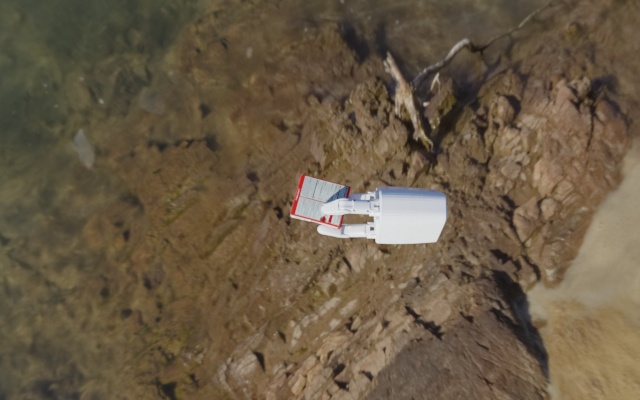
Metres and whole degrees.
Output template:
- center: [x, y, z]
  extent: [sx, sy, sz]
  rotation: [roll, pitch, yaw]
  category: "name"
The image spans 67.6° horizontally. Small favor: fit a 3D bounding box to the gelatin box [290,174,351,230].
- center: [0.000, 0.002, 0.811]
  extent: [0.089, 0.073, 0.030]
  rotation: [15, -10, 1]
  category: "gelatin box"
